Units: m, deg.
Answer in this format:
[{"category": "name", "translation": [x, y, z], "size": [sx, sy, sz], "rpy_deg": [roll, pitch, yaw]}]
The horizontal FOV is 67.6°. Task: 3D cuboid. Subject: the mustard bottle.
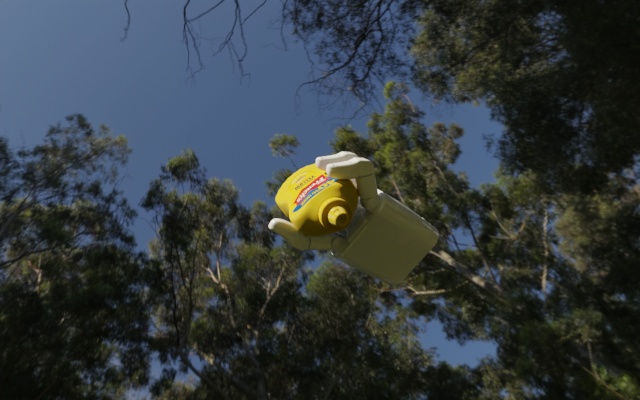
[{"category": "mustard bottle", "translation": [0.000, 0.002, 0.645], "size": [0.096, 0.058, 0.191], "rpy_deg": [-36, 20, -5]}]
